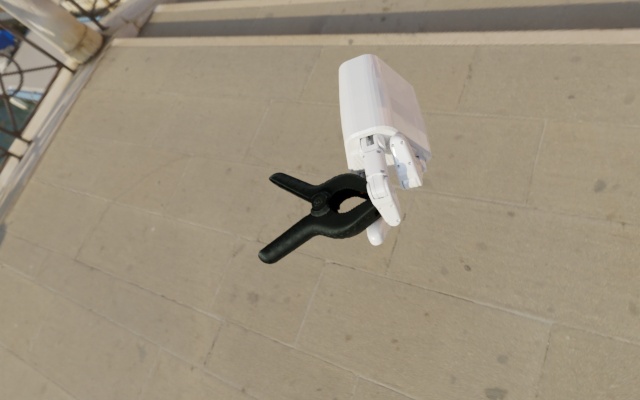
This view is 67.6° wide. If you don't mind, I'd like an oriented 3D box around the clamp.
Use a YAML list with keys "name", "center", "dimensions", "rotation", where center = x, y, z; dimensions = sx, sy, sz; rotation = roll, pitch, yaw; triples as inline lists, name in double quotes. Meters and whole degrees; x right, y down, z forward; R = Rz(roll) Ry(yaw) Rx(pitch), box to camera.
- name: "clamp"
  center: [0.000, 0.002, 0.565]
  dimensions: [0.171, 0.120, 0.039]
  rotation: [-16, -27, 20]
